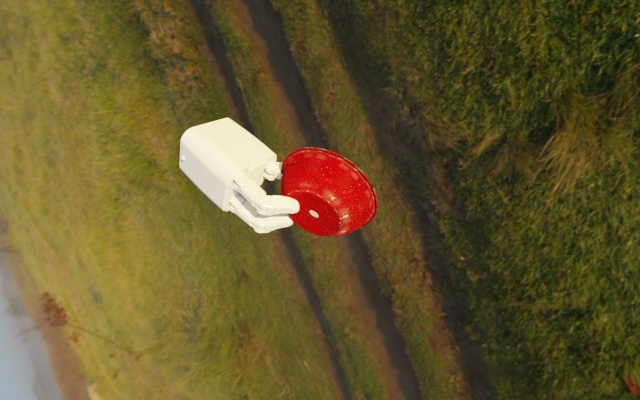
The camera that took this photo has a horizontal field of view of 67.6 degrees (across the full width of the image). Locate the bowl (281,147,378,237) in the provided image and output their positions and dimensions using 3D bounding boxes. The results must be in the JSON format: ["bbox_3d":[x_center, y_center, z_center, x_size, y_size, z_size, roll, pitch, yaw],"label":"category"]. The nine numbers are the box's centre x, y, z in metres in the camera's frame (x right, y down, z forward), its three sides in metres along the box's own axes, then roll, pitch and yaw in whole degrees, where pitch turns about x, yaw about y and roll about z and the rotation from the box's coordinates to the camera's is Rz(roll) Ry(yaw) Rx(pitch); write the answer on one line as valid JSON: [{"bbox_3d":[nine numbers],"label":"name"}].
[{"bbox_3d":[0.001,0.003,0.703,0.162,0.162,0.055,0,42,35],"label":"bowl"}]
